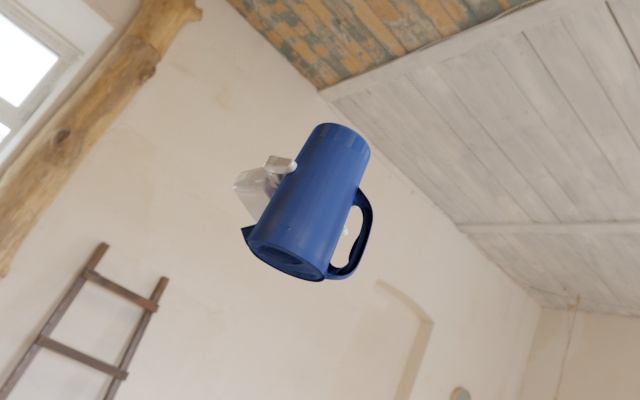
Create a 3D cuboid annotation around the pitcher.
[{"bbox_3d":[0.000,0.002,0.764,0.145,0.242,0.149,-2,-35,49],"label":"pitcher"}]
